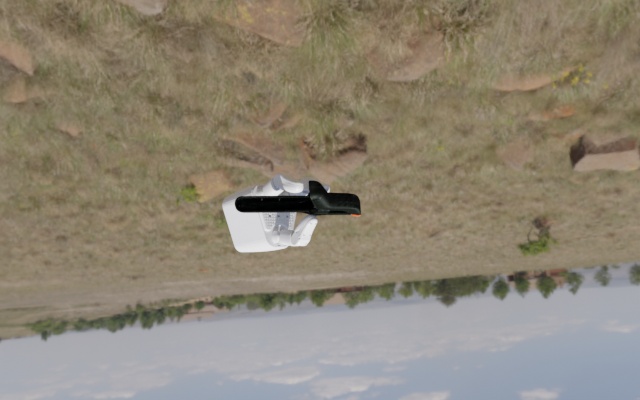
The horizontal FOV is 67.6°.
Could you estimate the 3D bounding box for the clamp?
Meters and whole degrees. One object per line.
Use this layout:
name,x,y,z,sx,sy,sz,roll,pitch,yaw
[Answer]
clamp,0.000,0.003,0.725,0.210,0.036,0.164,6,-11,-41
